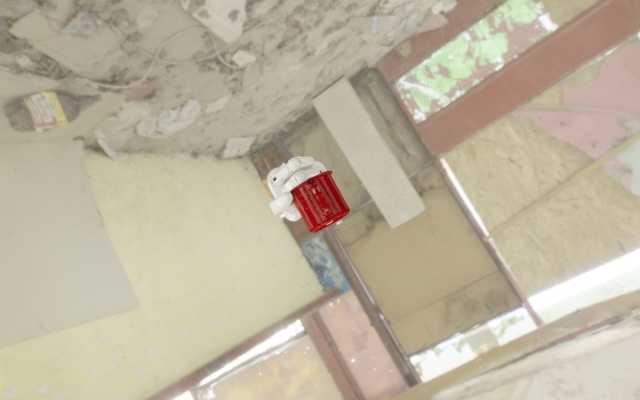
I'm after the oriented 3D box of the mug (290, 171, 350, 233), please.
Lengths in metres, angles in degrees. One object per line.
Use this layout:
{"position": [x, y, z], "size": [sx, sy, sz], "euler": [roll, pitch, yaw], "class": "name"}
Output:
{"position": [0.000, 0.003, 0.836], "size": [0.093, 0.081, 0.117], "euler": [-28, -8, -6], "class": "mug"}
